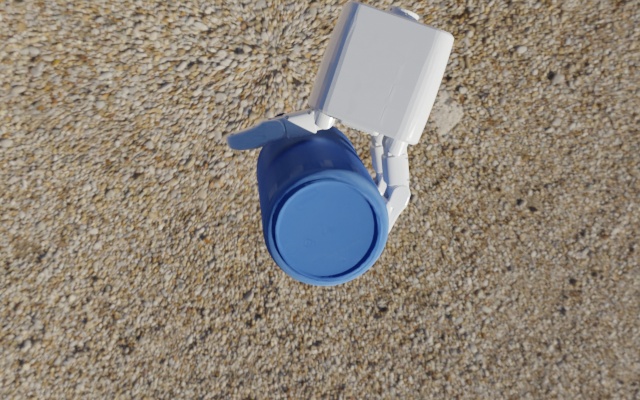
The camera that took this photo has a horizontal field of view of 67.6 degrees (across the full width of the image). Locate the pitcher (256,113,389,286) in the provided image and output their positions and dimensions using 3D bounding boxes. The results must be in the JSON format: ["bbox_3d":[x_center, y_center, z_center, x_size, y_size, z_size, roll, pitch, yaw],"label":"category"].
[{"bbox_3d":[0.000,0.001,0.512,0.149,0.145,0.242,17,14,-10],"label":"pitcher"}]
